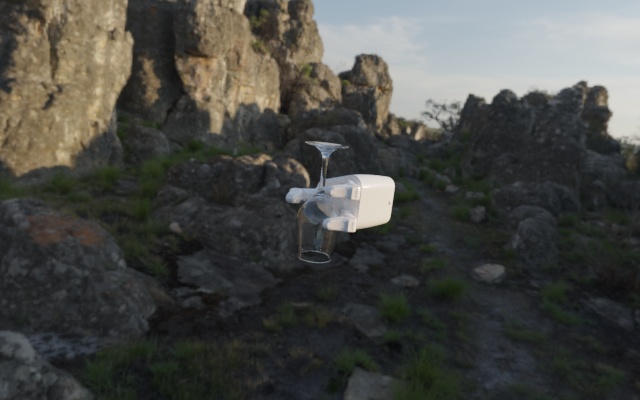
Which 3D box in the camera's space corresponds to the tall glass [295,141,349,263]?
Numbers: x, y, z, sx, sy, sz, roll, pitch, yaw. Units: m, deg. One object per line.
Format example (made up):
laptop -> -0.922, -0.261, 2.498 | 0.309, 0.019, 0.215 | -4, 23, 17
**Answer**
tall glass -> 0.000, 0.002, 0.821 | 0.079, 0.201, 0.079 | 7, 10, -1
